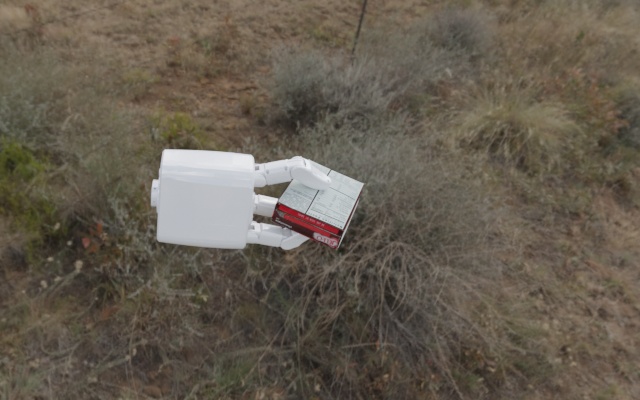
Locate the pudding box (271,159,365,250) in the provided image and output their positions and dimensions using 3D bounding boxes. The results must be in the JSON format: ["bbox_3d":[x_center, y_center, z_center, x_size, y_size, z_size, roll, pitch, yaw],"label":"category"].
[{"bbox_3d":[0.000,0.002,0.611,0.090,0.039,0.113,24,40,5],"label":"pudding box"}]
